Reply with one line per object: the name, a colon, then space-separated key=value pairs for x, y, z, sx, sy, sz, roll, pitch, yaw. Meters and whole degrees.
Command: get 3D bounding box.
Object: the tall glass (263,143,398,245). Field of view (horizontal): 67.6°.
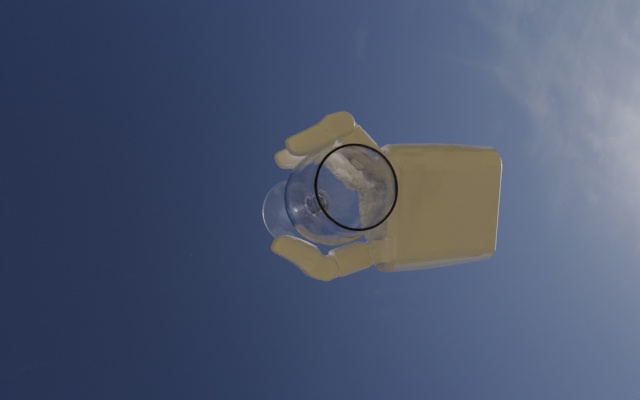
tall glass: x=0.000 y=0.002 z=0.425 sx=0.079 sy=0.079 sz=0.201 roll=0 pitch=-6 yaw=-15
